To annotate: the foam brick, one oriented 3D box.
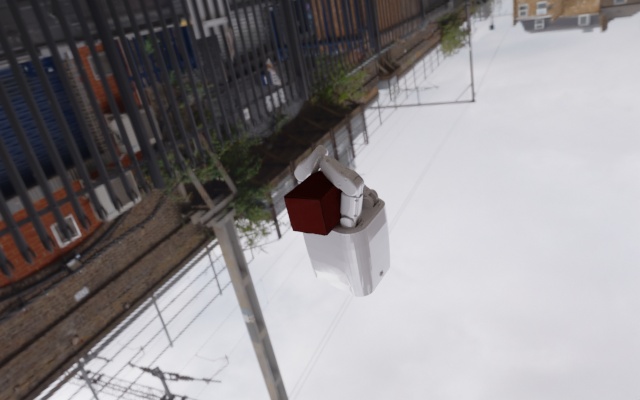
[{"bbox_3d":[0.000,0.002,0.599,0.053,0.051,0.078,6,30,31],"label":"foam brick"}]
